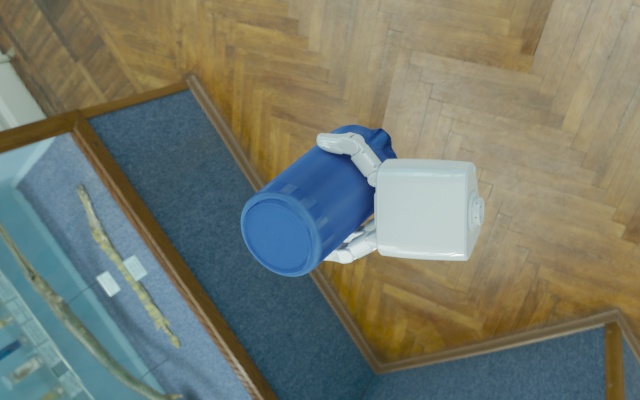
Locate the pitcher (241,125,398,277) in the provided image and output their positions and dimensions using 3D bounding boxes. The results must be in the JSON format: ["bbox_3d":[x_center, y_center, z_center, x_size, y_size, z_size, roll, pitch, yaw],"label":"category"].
[{"bbox_3d":[0.000,0.002,0.633,0.145,0.149,0.242,4,25,28],"label":"pitcher"}]
